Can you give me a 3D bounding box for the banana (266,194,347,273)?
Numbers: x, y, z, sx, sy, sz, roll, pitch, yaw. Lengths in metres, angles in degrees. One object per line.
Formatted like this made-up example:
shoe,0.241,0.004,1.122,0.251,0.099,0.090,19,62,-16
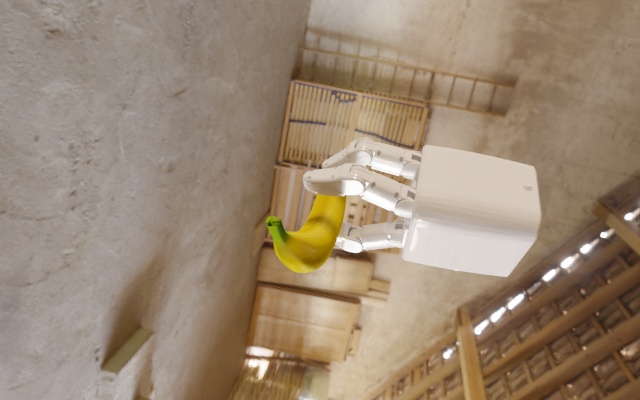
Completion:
banana,-0.002,0.020,0.458,0.037,0.070,0.197,7,18,13
